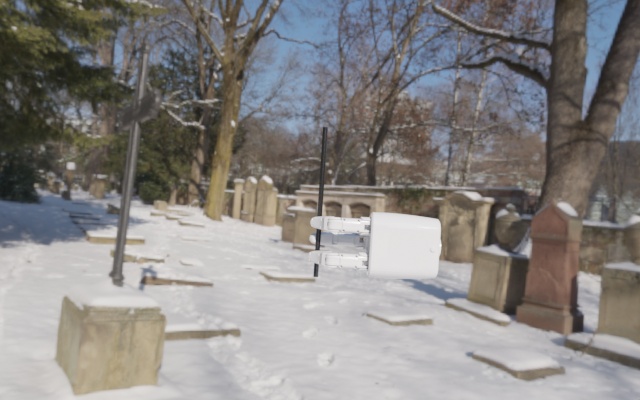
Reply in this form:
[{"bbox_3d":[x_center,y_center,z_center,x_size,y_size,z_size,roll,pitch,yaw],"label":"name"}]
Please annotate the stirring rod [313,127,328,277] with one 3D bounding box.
[{"bbox_3d":[0.000,0.003,0.768,0.011,0.239,0.011,4,0,0],"label":"stirring rod"}]
